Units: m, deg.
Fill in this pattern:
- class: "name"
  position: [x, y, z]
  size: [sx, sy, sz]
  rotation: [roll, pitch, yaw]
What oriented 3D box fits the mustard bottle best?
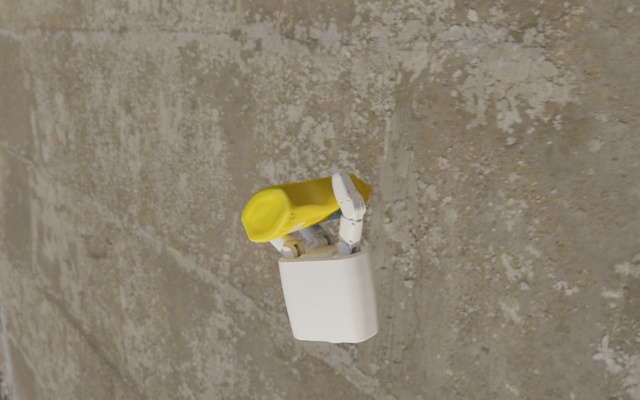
- class: "mustard bottle"
  position: [0.000, 0.002, 0.614]
  size: [0.191, 0.058, 0.096]
  rotation: [-13, -17, -43]
